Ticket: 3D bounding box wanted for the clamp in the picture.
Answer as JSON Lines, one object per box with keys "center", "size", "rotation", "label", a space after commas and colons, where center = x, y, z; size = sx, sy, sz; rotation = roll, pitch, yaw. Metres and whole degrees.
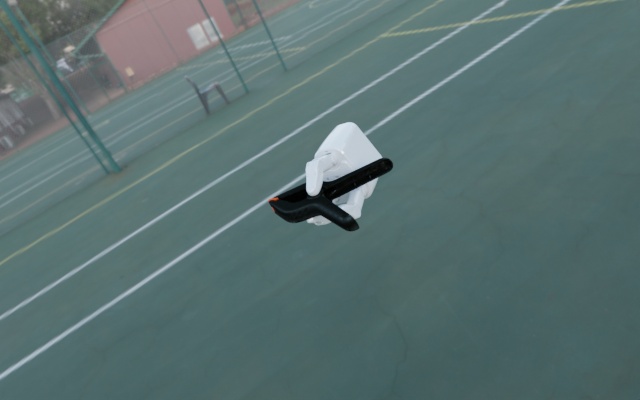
{"center": [-0.001, 0.002, 0.744], "size": [0.210, 0.036, 0.164], "rotation": [-12, 29, 30], "label": "clamp"}
